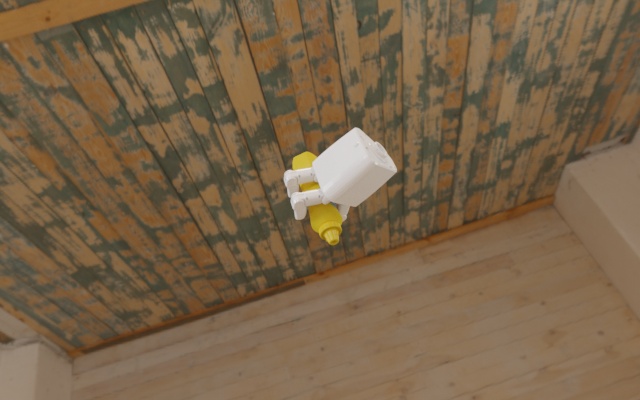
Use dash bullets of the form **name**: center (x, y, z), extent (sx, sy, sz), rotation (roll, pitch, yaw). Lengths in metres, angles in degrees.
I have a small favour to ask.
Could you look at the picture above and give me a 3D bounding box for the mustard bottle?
- **mustard bottle**: center (0.000, 0.003, 0.900), extent (0.058, 0.191, 0.096), rotation (-23, -39, 4)
